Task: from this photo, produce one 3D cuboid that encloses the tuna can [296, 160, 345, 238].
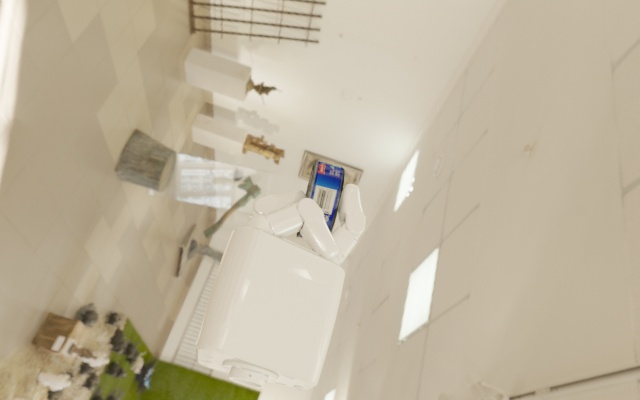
[{"bbox_3d":[0.001,0.002,0.515,0.034,0.086,0.086,14,-1,-4],"label":"tuna can"}]
